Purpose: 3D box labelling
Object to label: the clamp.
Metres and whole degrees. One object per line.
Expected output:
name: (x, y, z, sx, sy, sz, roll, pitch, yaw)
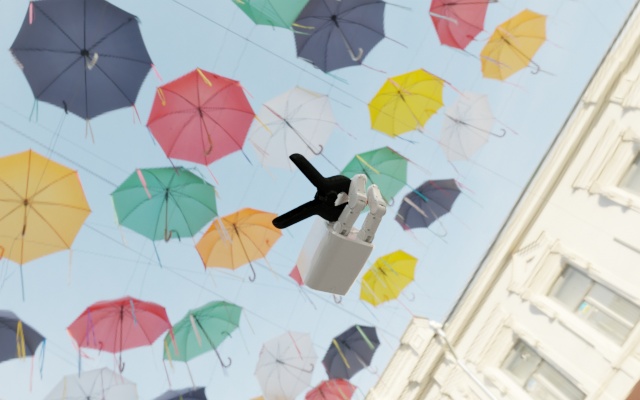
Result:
clamp: (0.000, 0.002, 0.771, 0.171, 0.120, 0.039, 19, 13, -35)
